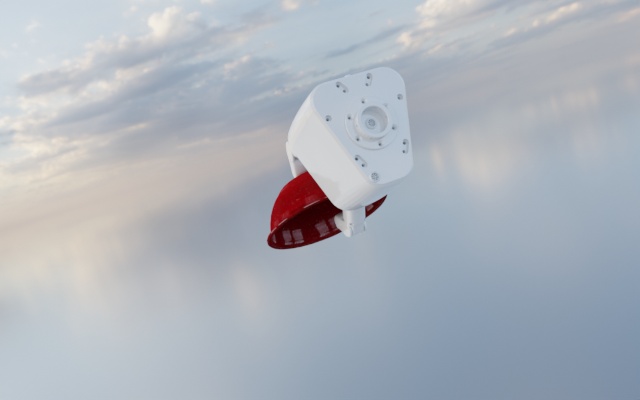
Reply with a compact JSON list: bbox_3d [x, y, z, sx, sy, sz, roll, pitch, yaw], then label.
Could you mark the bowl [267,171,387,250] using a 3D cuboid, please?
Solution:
[{"bbox_3d":[-0.001,0.002,0.601,0.162,0.055,0.162,-22,-20,-8],"label":"bowl"}]
